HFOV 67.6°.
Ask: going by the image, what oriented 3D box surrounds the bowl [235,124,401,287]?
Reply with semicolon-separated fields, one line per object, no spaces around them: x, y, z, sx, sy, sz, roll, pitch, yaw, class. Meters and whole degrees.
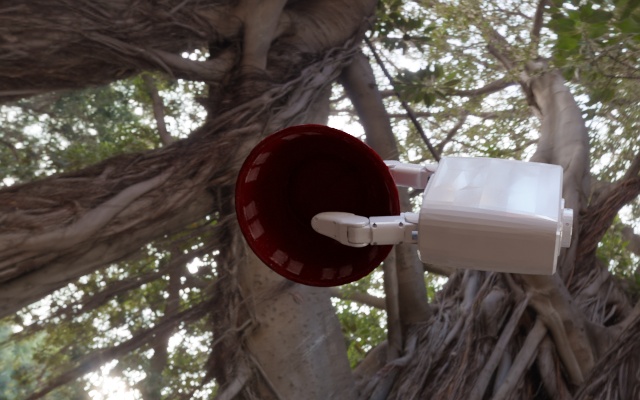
-0.001;0.001;0.472;0.162;0.162;0.055;0;18;14;bowl
